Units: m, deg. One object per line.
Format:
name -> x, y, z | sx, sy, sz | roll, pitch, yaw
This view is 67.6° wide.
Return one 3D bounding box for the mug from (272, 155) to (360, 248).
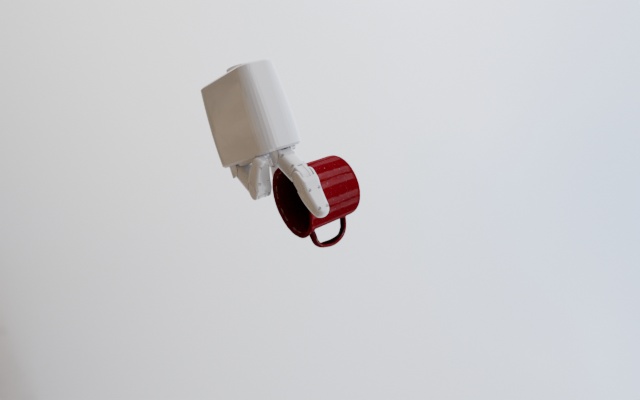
mug -> 0.001, 0.003, 0.610 | 0.081, 0.117, 0.093 | -21, 6, -28
